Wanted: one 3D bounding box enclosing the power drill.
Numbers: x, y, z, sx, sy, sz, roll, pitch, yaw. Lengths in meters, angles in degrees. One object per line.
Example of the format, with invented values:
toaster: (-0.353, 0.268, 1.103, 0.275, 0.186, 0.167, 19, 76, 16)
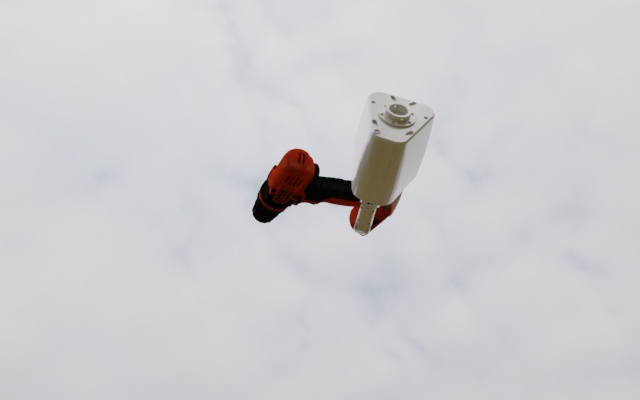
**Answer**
power drill: (0.001, 0.002, 0.730, 0.187, 0.057, 0.184, 13, -30, -19)
